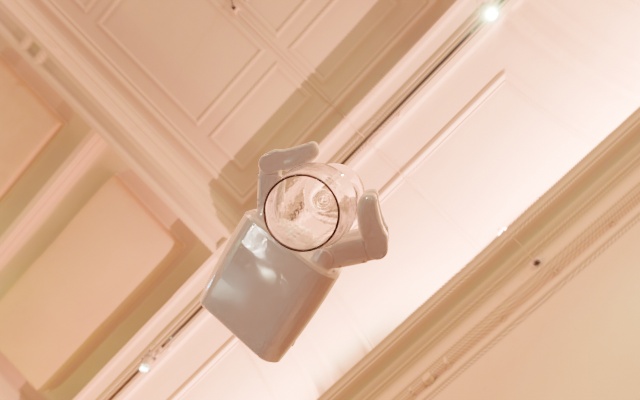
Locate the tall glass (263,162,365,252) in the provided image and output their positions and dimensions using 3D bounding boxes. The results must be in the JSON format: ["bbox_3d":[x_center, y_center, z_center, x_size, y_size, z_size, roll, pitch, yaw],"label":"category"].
[{"bbox_3d":[0.000,0.001,0.470,0.079,0.079,0.201,0,5,9],"label":"tall glass"}]
